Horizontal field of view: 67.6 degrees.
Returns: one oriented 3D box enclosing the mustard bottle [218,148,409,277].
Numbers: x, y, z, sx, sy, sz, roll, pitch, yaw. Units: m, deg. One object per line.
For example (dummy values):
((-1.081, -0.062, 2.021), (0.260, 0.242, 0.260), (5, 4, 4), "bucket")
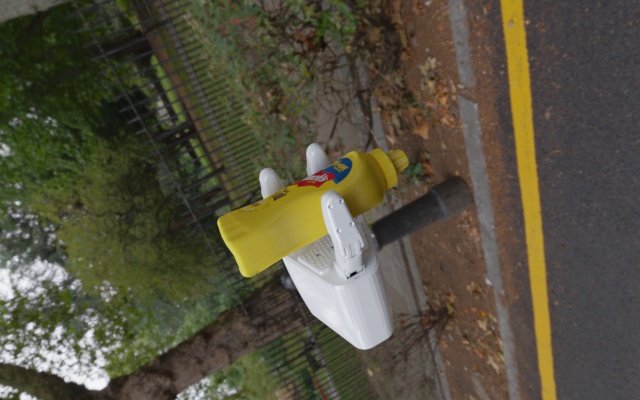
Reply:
((0.000, 0.001, 0.456), (0.191, 0.058, 0.096), (-27, 13, -10), "mustard bottle")
